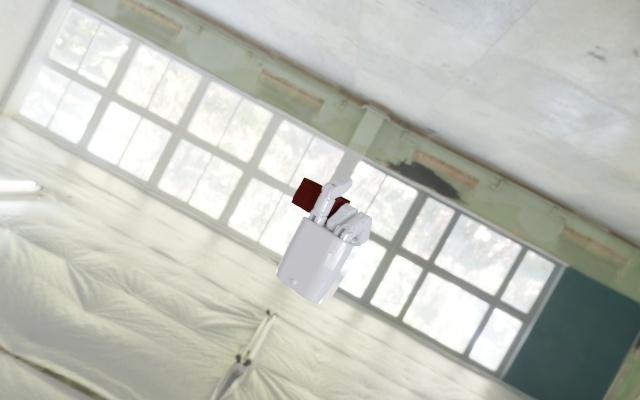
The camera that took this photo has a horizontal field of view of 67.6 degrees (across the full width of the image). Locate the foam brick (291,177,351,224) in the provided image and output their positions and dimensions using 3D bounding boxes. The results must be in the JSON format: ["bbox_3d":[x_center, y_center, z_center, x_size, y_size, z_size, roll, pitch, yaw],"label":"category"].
[{"bbox_3d":[0.000,0.002,0.798,0.078,0.051,0.053,30,4,32],"label":"foam brick"}]
